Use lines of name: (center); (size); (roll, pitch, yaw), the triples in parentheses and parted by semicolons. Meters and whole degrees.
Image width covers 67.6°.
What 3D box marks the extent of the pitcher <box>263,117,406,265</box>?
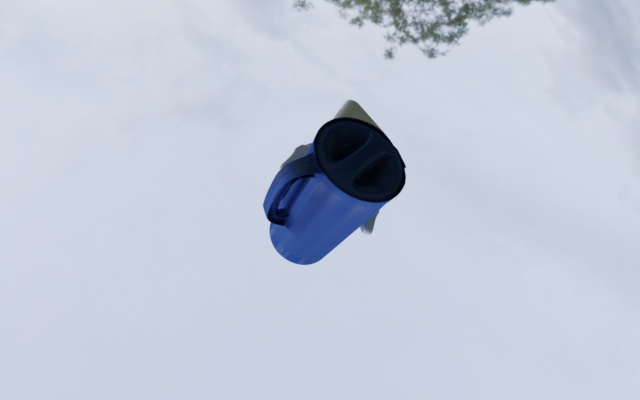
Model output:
pitcher: (0.000, 0.002, 0.699); (0.149, 0.145, 0.243); (31, -39, -5)
